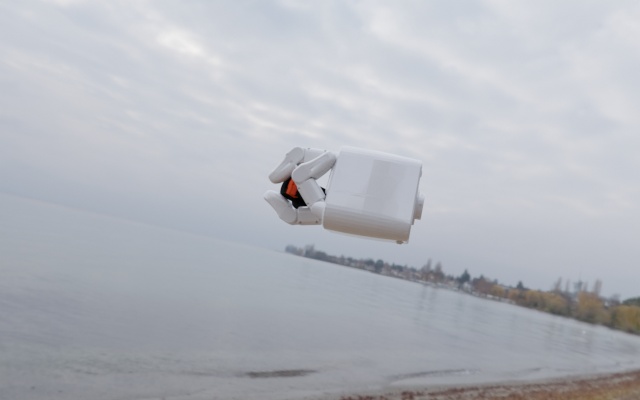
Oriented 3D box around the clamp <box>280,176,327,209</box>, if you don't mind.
[{"bbox_3d":[0.000,0.002,0.688,0.120,0.039,0.171,10,-7,11],"label":"clamp"}]
